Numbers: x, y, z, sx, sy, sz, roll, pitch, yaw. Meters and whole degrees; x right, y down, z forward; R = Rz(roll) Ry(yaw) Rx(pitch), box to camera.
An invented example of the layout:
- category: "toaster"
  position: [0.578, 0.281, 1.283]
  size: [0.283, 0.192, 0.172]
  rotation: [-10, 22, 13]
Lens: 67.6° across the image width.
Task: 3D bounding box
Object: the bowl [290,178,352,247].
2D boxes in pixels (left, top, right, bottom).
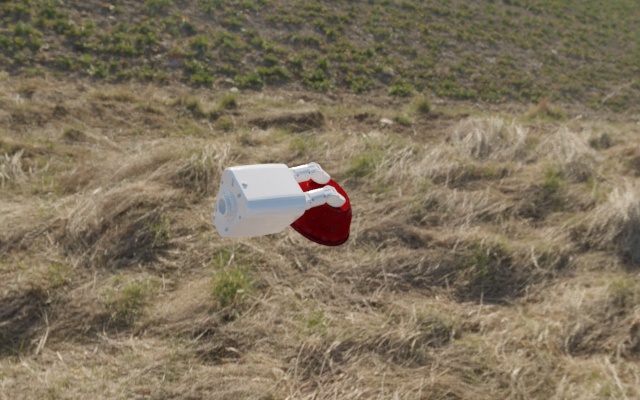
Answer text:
- category: "bowl"
  position: [0.001, 0.002, 0.849]
  size: [0.162, 0.162, 0.055]
  rotation: [0, -42, -47]
